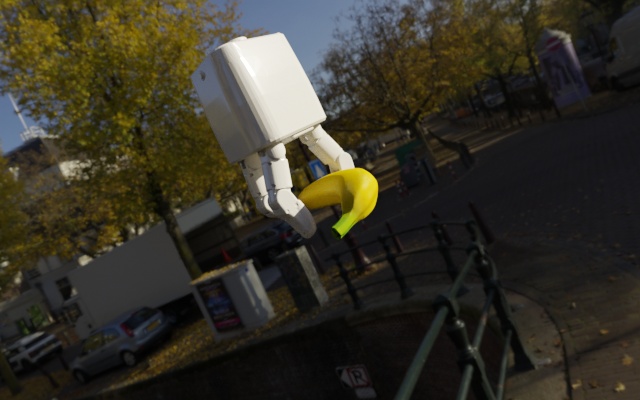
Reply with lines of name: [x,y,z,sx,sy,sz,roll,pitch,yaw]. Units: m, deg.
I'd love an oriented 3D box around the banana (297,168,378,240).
banana: [0.017,-0.007,0.488,0.069,0.037,0.198,-29,10,-7]
